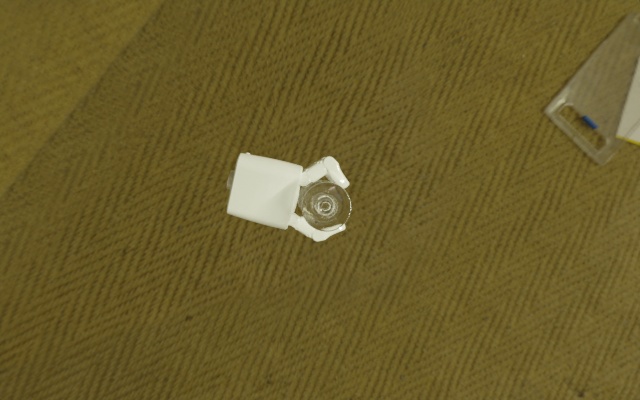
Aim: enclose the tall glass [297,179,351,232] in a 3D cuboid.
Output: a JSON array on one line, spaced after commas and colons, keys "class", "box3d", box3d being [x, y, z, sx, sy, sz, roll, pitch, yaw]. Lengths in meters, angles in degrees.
[{"class": "tall glass", "box3d": [0.000, 0.003, 0.805, 0.079, 0.079, 0.201, 0, 4, -5]}]
